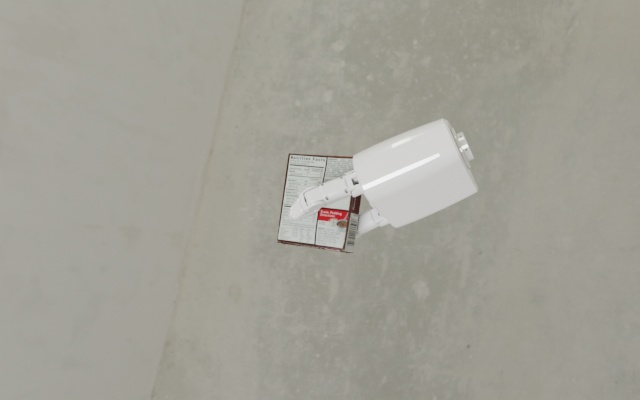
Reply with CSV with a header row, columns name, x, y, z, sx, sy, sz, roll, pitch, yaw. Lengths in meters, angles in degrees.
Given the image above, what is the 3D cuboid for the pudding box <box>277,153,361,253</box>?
name,x,y,z,sx,sy,sz,roll,pitch,yaw
pudding box,0.000,0.002,0.575,0.090,0.113,0.039,6,-7,22
